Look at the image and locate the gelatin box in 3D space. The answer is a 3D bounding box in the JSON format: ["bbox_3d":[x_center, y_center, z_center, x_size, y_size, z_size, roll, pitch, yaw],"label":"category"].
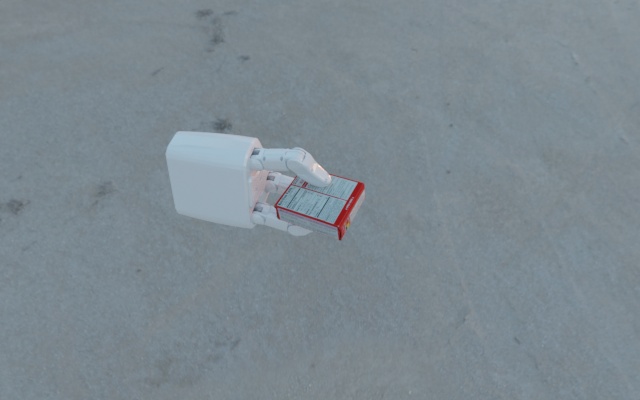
[{"bbox_3d":[0.000,0.002,0.579,0.089,0.073,0.030,17,-37,22],"label":"gelatin box"}]
